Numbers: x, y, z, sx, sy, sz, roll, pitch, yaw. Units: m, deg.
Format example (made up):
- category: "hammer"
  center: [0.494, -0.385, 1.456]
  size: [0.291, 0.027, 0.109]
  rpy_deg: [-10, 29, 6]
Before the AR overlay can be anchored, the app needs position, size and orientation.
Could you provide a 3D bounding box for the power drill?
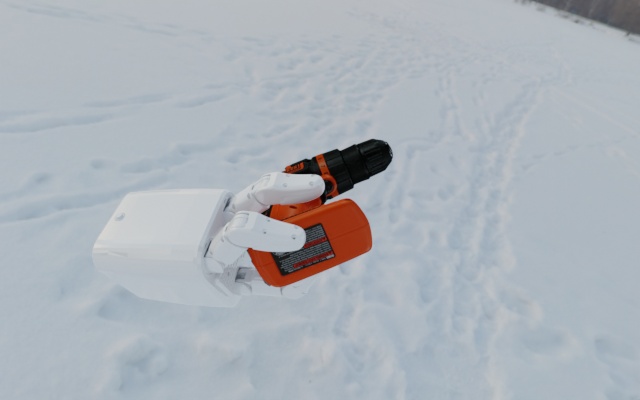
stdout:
- category: "power drill"
  center: [0.000, 0.002, 0.482]
  size: [0.184, 0.057, 0.187]
  rpy_deg: [-24, 19, 5]
